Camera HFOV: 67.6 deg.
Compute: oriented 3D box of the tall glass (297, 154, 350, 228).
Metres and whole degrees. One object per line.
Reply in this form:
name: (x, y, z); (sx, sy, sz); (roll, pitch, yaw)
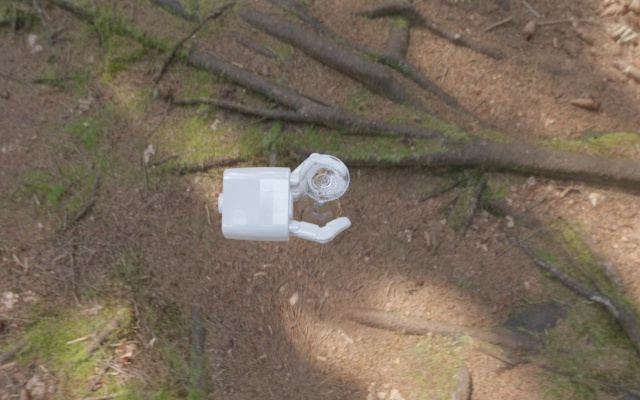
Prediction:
tall glass: (0.000, 0.002, 0.783); (0.079, 0.079, 0.201); (0, -21, -3)
